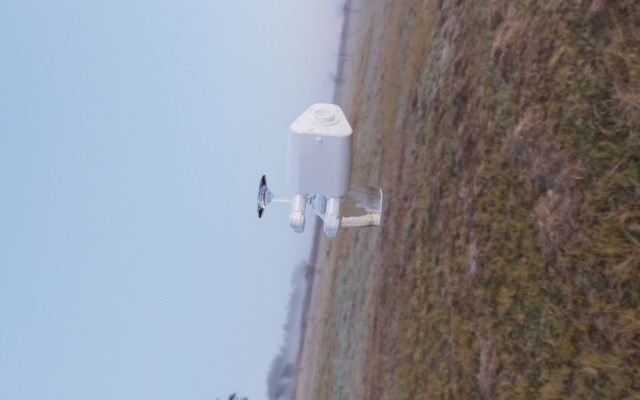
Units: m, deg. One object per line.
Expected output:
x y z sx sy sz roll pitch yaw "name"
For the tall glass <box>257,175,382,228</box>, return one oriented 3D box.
-0.001 0.003 0.795 0.201 0.079 0.079 6 0 4 "tall glass"
